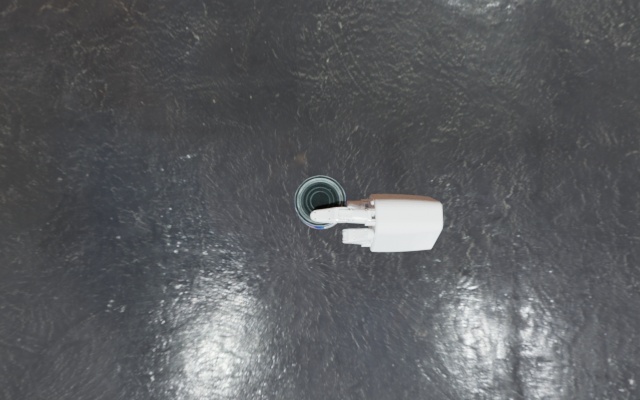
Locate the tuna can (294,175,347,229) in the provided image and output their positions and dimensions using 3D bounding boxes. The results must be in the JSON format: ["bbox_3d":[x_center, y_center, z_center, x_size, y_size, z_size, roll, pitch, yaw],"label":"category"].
[{"bbox_3d":[0.000,0.002,0.775,0.086,0.086,0.034,0,-7,3],"label":"tuna can"}]
